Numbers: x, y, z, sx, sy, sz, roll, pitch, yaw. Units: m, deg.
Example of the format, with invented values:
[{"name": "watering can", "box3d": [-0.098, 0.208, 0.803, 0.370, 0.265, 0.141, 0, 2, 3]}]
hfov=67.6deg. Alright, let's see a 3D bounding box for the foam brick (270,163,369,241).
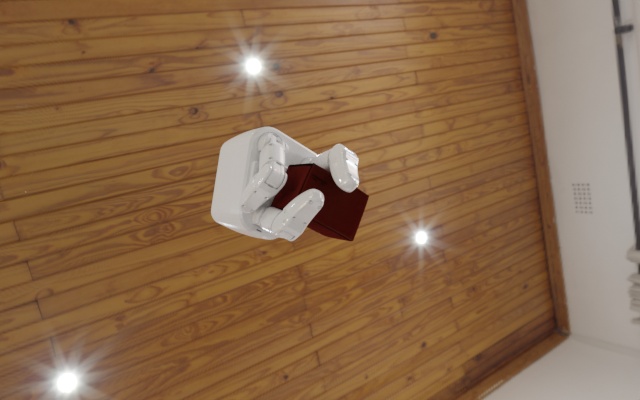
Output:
[{"name": "foam brick", "box3d": [0.000, 0.002, 0.492, 0.078, 0.053, 0.051, 30, -14, -28]}]
